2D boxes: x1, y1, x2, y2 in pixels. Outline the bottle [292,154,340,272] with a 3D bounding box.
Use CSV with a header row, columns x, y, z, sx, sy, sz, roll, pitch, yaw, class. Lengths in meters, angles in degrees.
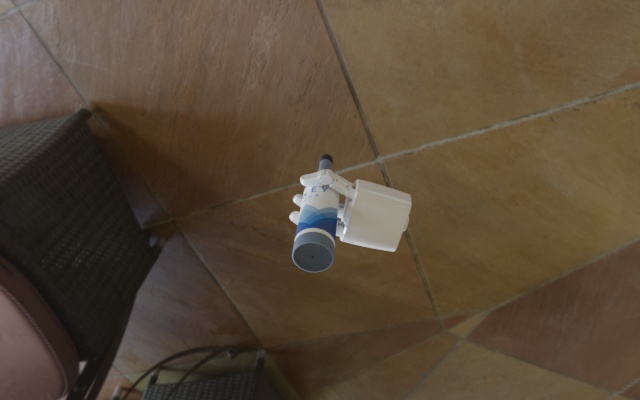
x,y,z,sx,sy,sz,roll,pitch,yaw,class
0.000,0.003,0.871,0.069,0.069,0.295,0,37,6,bottle
